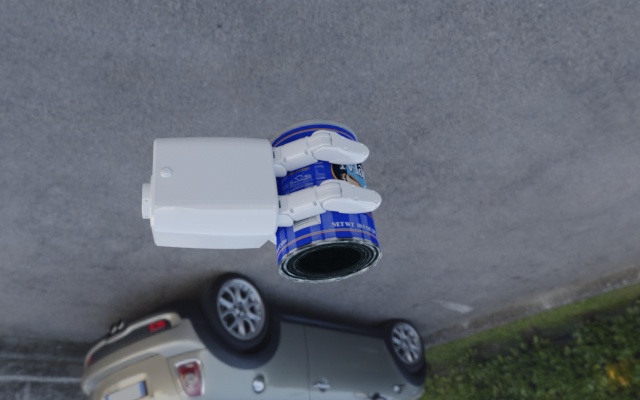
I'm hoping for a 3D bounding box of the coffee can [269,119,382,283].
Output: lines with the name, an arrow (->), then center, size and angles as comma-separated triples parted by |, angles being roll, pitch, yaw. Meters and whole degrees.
coffee can -> 0.000, 0.002, 0.498 | 0.103, 0.140, 0.103 | -7, -29, -4
